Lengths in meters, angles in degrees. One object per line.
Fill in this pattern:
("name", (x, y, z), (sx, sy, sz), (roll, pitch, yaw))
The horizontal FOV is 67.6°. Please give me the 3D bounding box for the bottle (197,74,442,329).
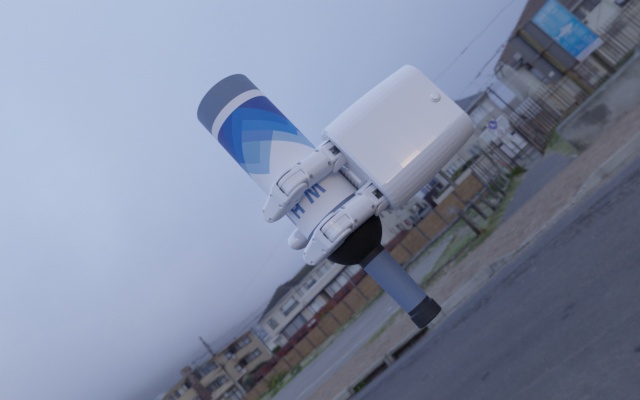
("bottle", (0.000, 0.001, 0.457), (0.069, 0.295, 0.069), (-41, -11, -10))
